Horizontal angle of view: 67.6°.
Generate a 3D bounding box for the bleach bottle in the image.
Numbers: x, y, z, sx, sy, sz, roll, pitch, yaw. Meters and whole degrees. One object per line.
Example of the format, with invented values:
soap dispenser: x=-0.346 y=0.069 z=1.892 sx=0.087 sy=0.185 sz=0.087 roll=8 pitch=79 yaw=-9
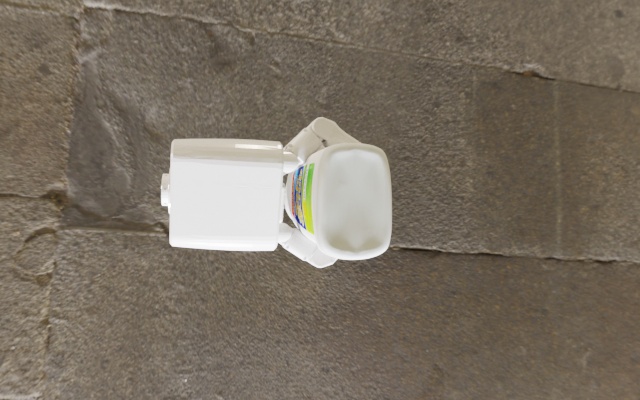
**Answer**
bleach bottle: x=0.000 y=0.002 z=0.518 sx=0.068 sy=0.102 sz=0.251 roll=1 pitch=-2 yaw=-14
